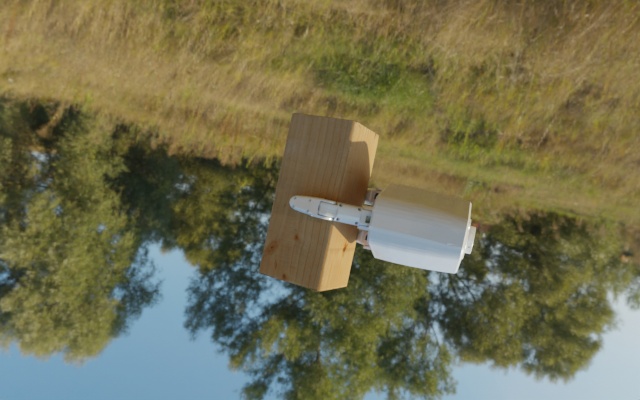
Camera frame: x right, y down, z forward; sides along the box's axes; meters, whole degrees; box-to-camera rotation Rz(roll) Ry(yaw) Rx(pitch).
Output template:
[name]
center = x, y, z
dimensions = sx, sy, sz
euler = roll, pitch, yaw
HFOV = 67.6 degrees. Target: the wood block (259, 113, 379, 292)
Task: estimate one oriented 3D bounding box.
[wood block]
center = 0.000, 0.002, 0.616
dimensions = 0.090, 0.206, 0.091
euler = 12, 1, 27
